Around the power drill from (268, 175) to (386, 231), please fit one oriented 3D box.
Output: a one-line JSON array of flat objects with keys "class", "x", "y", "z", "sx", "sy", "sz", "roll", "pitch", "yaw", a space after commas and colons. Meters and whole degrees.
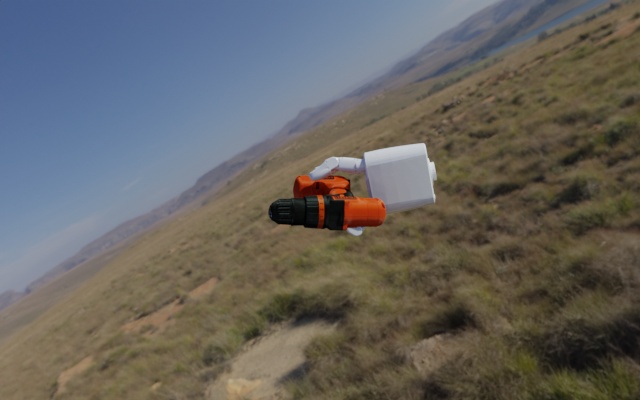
[{"class": "power drill", "x": 0.000, "y": 0.002, "z": 0.810, "sx": 0.184, "sy": 0.057, "sz": 0.187, "roll": 2, "pitch": 15, "yaw": -10}]
